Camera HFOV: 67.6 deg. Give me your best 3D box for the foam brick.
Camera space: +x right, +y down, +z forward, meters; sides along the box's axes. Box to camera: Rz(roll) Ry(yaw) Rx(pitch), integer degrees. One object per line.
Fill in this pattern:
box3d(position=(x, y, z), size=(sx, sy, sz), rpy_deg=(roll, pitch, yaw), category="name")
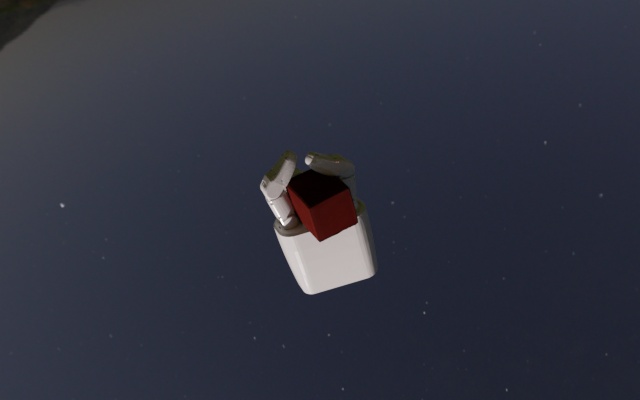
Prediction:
box3d(position=(0.000, 0.002, 0.556), size=(0.053, 0.051, 0.078), rpy_deg=(-25, 32, -14), category="foam brick")
